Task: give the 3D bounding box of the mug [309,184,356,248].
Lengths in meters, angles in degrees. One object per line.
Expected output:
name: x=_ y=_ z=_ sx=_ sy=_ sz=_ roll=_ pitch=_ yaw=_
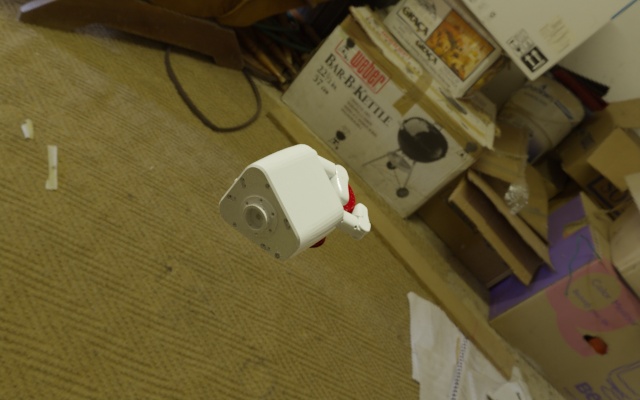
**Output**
mug: x=0.001 y=0.002 z=0.677 sx=0.081 sy=0.093 sz=0.117 roll=-45 pitch=-7 yaw=32
